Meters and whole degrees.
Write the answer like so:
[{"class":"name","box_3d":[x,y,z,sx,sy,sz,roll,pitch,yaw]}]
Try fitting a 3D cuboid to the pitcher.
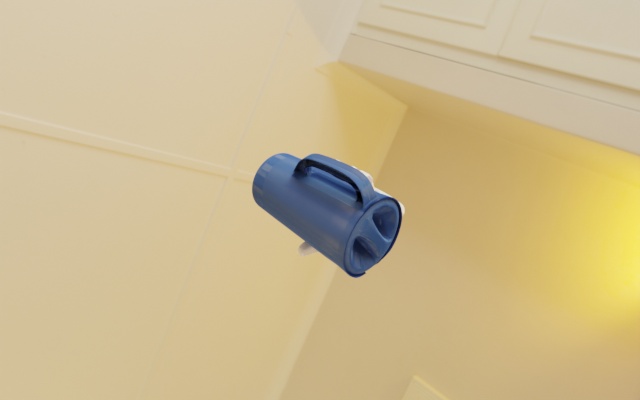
[{"class":"pitcher","box_3d":[0.000,0.003,0.770,0.242,0.149,0.145,30,8,36]}]
